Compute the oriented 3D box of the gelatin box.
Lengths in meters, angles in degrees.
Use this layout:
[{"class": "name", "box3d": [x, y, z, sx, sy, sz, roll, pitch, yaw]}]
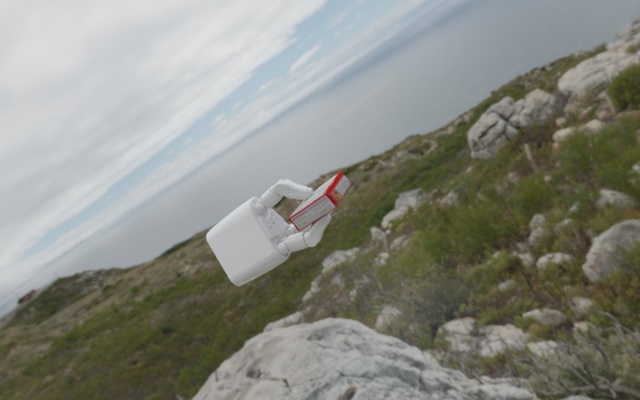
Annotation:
[{"class": "gelatin box", "box3d": [0.000, 0.002, 0.738, 0.089, 0.030, 0.073, -35, 11, 35]}]
